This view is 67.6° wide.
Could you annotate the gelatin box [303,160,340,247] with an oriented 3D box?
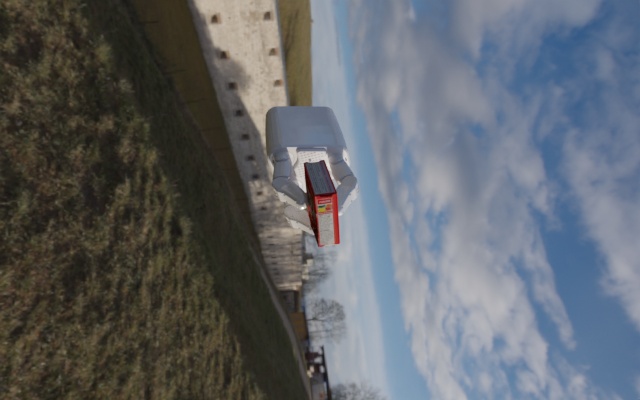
[{"bbox_3d":[0.001,0.002,0.587,0.030,0.073,0.089,-8,32,-7],"label":"gelatin box"}]
